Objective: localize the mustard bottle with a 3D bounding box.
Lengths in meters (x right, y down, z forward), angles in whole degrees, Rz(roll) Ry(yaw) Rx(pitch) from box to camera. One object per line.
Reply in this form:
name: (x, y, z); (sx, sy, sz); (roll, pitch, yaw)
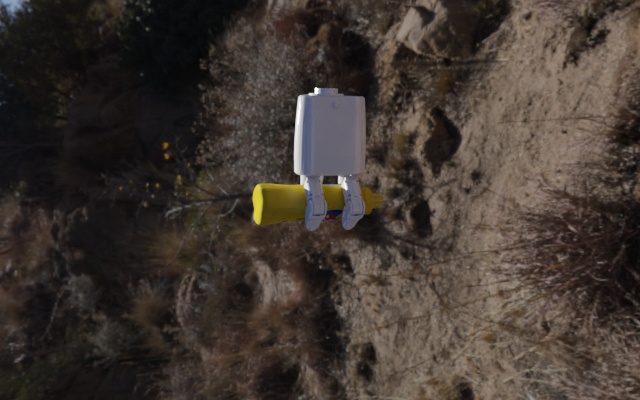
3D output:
mustard bottle: (0.000, 0.003, 0.705); (0.191, 0.058, 0.096); (-2, -11, -15)
